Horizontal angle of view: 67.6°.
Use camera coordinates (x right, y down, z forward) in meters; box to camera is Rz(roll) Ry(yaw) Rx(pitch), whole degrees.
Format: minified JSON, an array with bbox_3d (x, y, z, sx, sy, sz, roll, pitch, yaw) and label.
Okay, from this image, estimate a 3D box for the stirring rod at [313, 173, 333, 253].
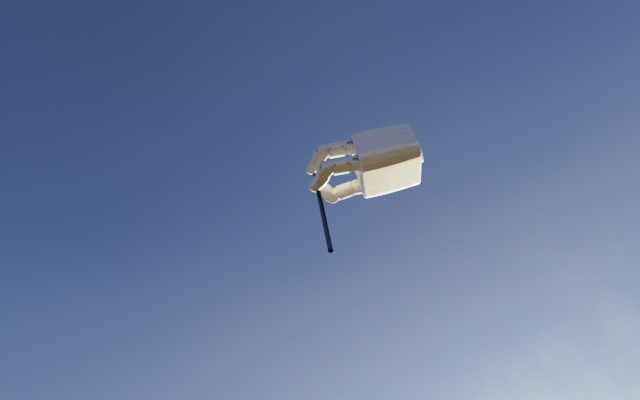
[{"bbox_3d":[0.000,0.003,0.806,0.011,0.011,0.239,0,37,-9],"label":"stirring rod"}]
